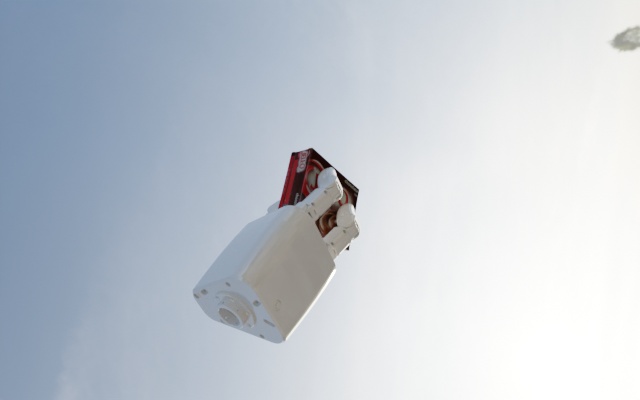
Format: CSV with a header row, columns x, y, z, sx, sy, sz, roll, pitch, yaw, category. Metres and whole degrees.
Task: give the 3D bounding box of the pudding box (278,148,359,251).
x,y,z,sx,sy,sz,roll,pitch,yaw,category
0.000,0.002,0.592,0.039,0.090,0.113,-5,-29,35,pudding box
